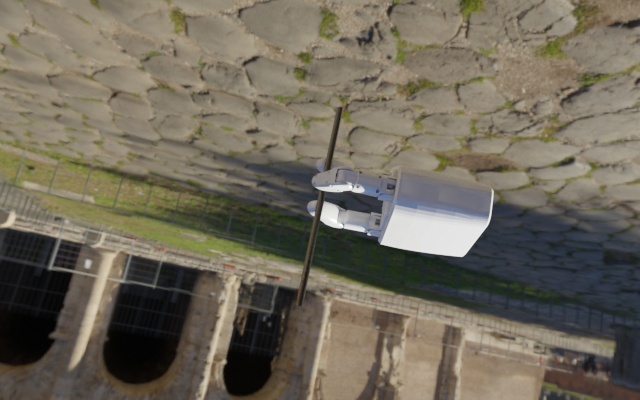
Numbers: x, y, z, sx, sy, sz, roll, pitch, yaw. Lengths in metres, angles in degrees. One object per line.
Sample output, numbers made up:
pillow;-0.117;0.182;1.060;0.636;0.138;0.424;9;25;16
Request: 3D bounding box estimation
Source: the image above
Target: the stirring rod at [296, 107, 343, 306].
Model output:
stirring rod;0.000;0.002;0.555;0.011;0.239;0.011;11;-14;3
